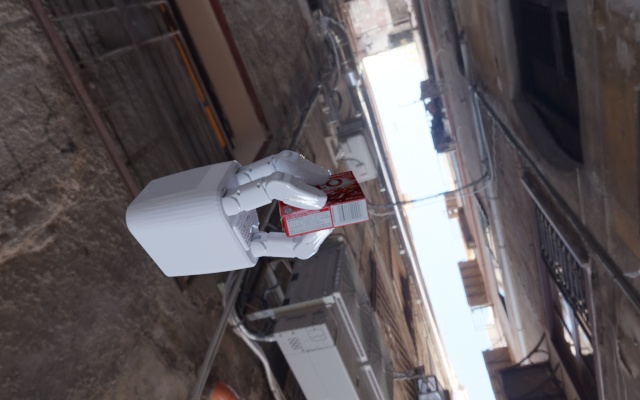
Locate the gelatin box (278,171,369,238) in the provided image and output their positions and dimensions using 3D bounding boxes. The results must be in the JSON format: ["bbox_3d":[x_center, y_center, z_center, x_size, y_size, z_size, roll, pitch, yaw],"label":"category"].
[{"bbox_3d":[0.000,0.002,0.509,0.089,0.030,0.073,-12,27,-3],"label":"gelatin box"}]
